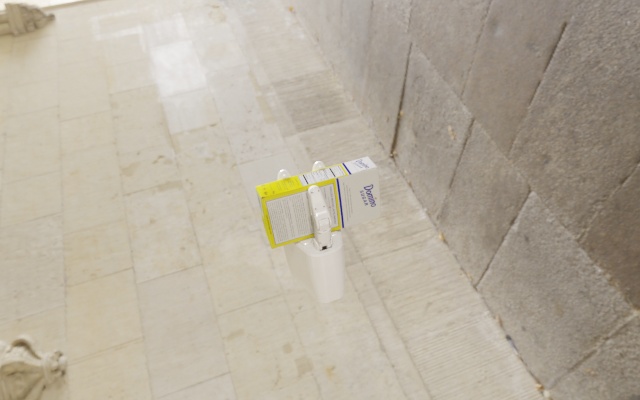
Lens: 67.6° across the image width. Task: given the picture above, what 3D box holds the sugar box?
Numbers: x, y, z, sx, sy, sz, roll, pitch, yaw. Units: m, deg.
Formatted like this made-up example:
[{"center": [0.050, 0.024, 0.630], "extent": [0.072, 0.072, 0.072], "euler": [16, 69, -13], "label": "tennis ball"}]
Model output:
[{"center": [0.000, 0.002, 0.708], "extent": [0.176, 0.093, 0.048], "euler": [-16, 36, -12], "label": "sugar box"}]
